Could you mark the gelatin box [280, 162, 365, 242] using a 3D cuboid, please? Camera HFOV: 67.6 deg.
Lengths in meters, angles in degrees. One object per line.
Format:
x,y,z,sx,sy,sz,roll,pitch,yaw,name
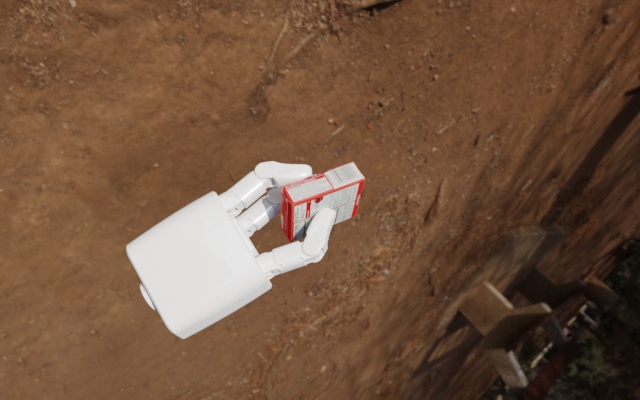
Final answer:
0.001,0.002,0.526,0.089,0.030,0.073,-20,-31,-18,gelatin box
